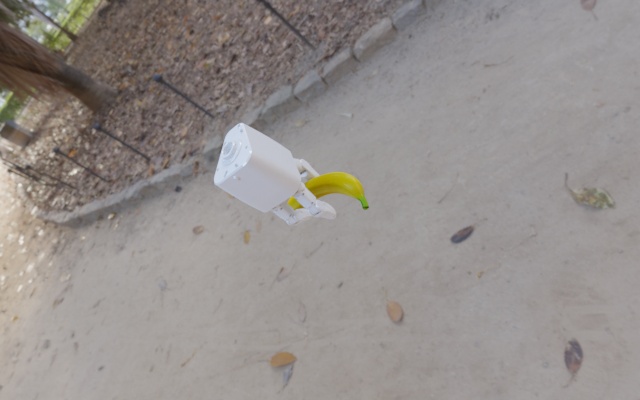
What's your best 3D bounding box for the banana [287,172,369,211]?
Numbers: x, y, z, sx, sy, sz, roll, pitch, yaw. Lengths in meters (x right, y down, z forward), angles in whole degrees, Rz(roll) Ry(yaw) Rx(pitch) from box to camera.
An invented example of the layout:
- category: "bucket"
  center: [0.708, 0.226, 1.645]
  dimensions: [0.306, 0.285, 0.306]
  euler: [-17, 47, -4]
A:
- category: "banana"
  center: [0.006, -0.015, 0.858]
  dimensions: [0.198, 0.069, 0.037]
  euler: [-5, -24, 45]
